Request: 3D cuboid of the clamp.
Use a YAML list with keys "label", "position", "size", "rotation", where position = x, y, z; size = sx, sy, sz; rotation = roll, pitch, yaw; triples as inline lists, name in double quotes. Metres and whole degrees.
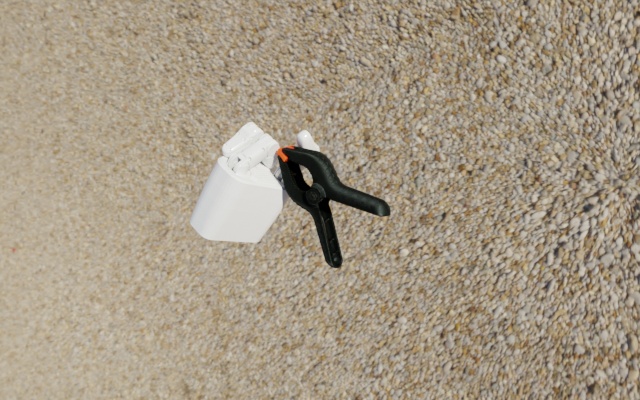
- label: "clamp"
  position: [0.000, 0.002, 0.617]
  size: [0.171, 0.120, 0.039]
  rotation: [44, 27, 23]
